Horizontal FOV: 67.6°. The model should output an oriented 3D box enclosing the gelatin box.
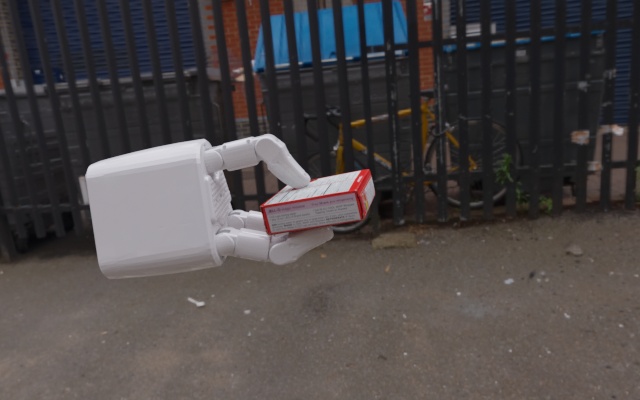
[{"bbox_3d":[0.000,0.001,0.429,0.089,0.030,0.073,-11,14,17],"label":"gelatin box"}]
